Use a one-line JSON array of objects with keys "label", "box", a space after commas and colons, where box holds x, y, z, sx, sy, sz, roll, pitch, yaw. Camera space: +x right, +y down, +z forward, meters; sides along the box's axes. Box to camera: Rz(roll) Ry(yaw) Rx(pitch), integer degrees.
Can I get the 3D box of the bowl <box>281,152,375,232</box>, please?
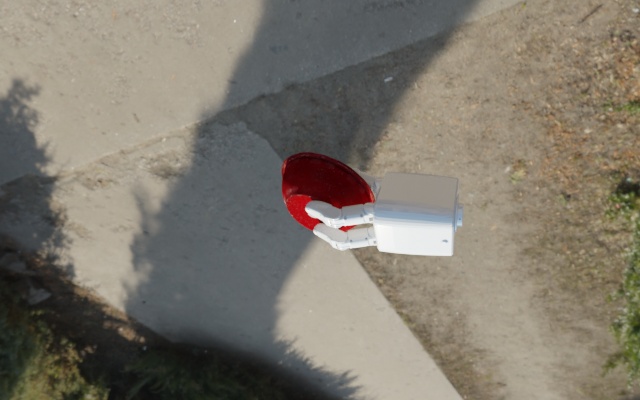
[{"label": "bowl", "box": [-0.001, 0.003, 0.734, 0.162, 0.055, 0.162, 21, -33, 14]}]
